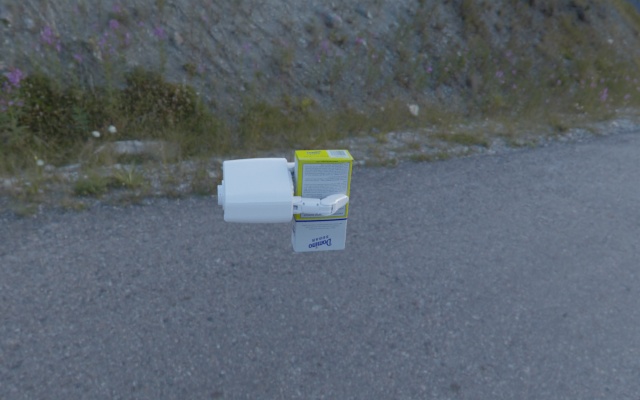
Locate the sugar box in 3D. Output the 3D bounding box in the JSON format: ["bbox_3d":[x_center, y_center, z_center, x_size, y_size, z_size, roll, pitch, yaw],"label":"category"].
[{"bbox_3d":[0.000,0.002,0.819,0.093,0.176,0.048,-1,30,-12],"label":"sugar box"}]
